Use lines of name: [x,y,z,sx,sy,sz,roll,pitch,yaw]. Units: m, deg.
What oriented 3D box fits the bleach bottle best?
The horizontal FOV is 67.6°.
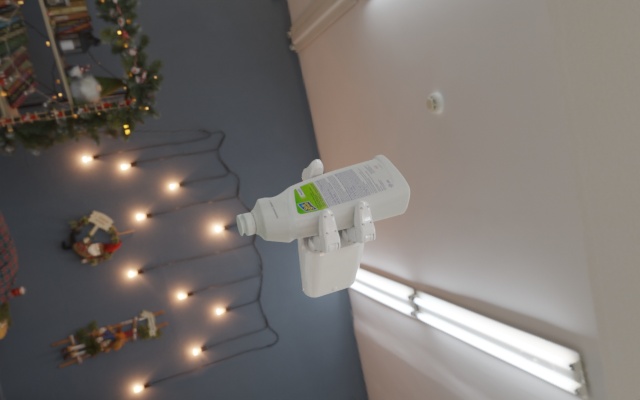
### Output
bleach bottle: [0.000,0.002,0.701,0.251,0.068,0.102,-13,44,-20]
